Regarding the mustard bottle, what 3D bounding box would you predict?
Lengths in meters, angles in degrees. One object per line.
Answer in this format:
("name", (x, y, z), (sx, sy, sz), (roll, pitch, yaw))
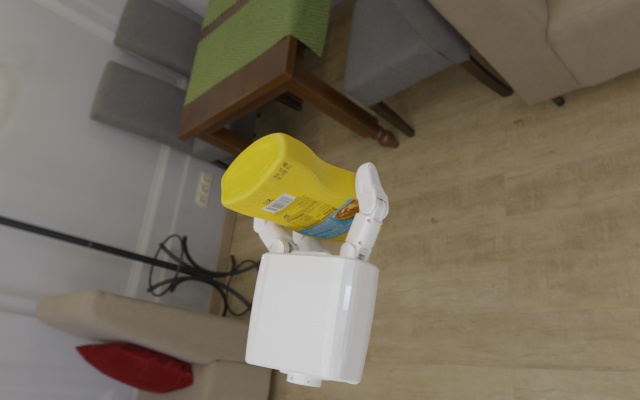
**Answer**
("mustard bottle", (0.000, 0.001, 0.498), (0.192, 0.058, 0.096), (25, -46, -39))
